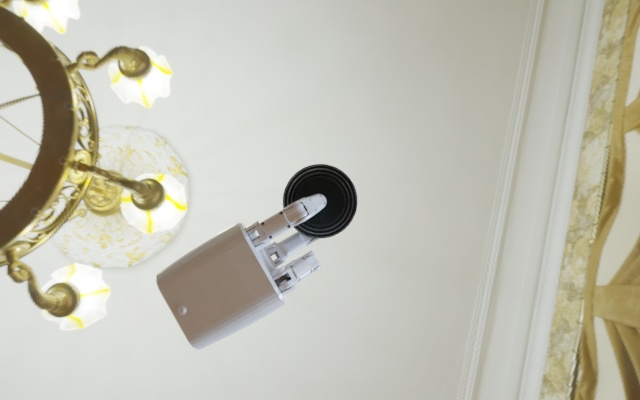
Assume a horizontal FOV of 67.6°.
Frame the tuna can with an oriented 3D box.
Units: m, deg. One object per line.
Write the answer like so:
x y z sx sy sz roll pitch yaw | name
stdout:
0.000 0.002 0.561 0.086 0.086 0.034 0 -4 2 | tuna can
